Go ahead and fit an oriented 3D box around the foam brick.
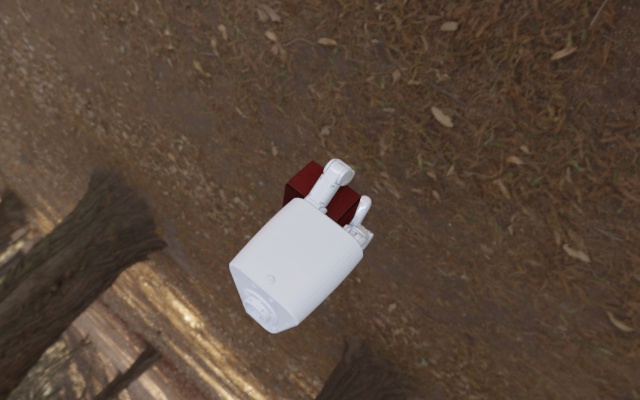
[{"bbox_3d":[0.000,0.002,0.567,0.078,0.051,0.053,37,-31,15],"label":"foam brick"}]
